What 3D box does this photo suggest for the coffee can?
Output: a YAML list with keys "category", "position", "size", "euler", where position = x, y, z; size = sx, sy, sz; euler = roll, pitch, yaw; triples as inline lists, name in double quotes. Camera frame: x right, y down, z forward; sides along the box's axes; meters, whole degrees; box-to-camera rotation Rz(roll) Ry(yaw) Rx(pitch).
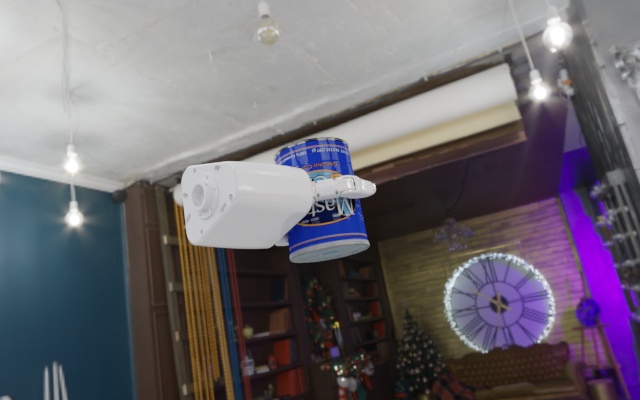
- category: "coffee can"
  position: [0.000, 0.002, 0.625]
  size: [0.103, 0.140, 0.103]
  euler: [-10, -15, -3]
